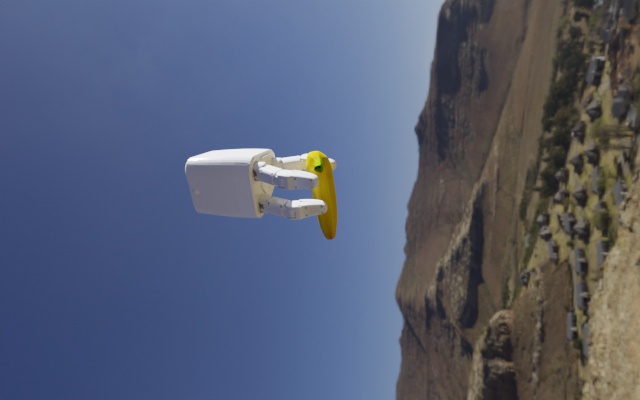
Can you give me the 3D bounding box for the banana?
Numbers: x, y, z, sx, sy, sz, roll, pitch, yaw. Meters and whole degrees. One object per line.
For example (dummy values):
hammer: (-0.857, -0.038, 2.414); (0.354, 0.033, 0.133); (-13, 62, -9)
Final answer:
banana: (0.002, -0.015, 0.734); (0.037, 0.069, 0.198); (1, -34, 10)
